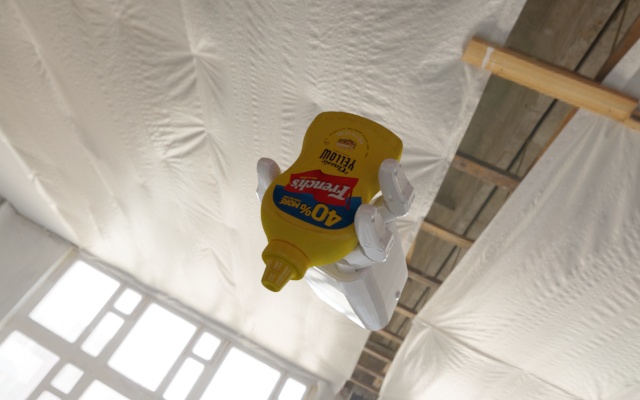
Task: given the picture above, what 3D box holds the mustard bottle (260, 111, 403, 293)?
[{"bbox_3d":[0.000,0.001,0.439,0.096,0.191,0.058,23,-33,12],"label":"mustard bottle"}]
